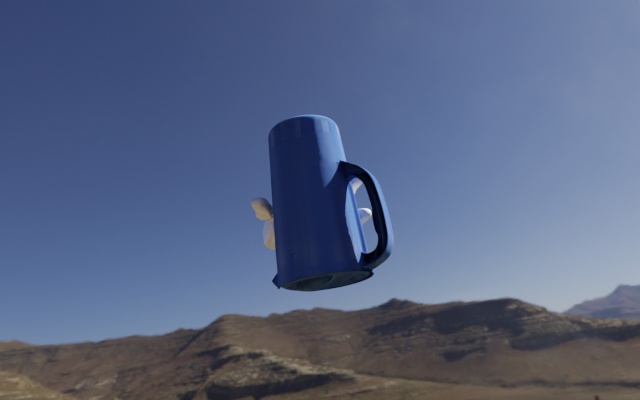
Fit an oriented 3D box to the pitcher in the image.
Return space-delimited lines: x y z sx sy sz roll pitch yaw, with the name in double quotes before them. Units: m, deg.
"pitcher" 0.000 0.002 0.683 0.149 0.242 0.145 -4 -19 -15
